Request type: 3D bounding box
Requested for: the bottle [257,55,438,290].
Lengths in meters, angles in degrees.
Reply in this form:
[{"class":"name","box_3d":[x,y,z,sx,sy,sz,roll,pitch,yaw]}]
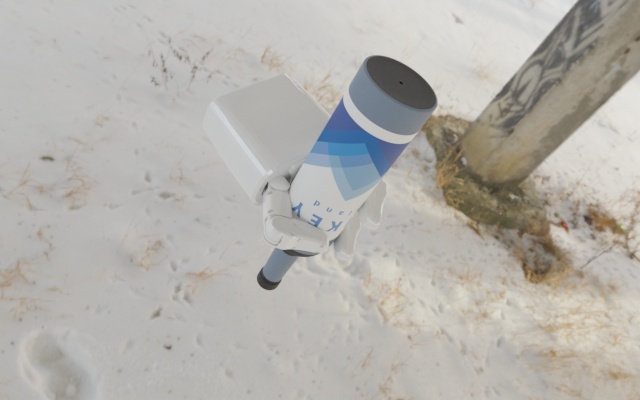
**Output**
[{"class":"bottle","box_3d":[0.000,0.001,0.461,0.069,0.069,0.296,0,-39,-33]}]
